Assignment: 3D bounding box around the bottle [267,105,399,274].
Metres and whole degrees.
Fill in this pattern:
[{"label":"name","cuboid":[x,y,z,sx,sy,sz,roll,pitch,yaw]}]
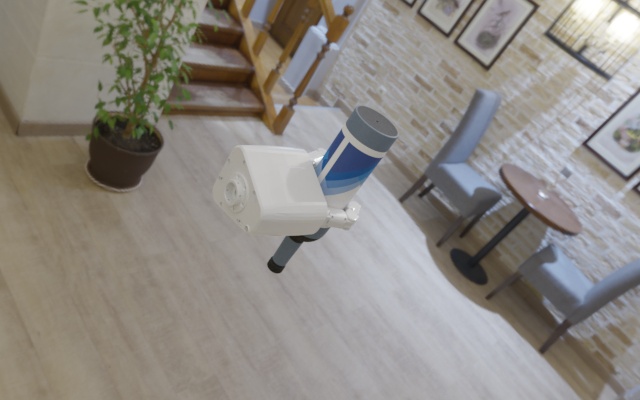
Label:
[{"label":"bottle","cuboid":[0.000,0.002,0.685,0.069,0.296,0.069,25,32,-17]}]
